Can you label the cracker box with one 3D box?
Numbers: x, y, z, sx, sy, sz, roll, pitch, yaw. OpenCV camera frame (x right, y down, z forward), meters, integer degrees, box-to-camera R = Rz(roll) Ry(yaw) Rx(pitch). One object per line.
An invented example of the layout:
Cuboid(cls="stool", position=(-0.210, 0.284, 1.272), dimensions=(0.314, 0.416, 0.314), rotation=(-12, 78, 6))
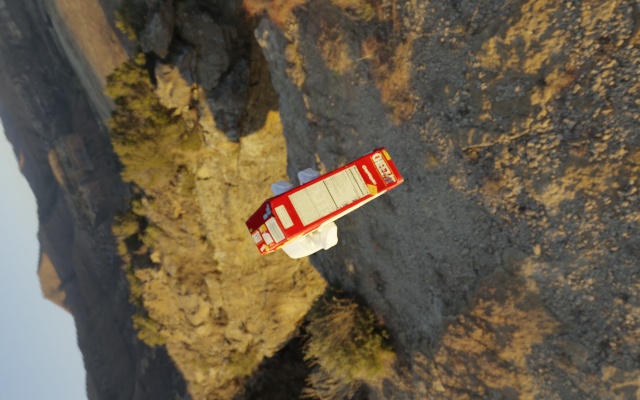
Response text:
Cuboid(cls="cracker box", position=(0.000, 0.003, 0.766), dimensions=(0.213, 0.072, 0.164), rotation=(-26, -4, -24))
